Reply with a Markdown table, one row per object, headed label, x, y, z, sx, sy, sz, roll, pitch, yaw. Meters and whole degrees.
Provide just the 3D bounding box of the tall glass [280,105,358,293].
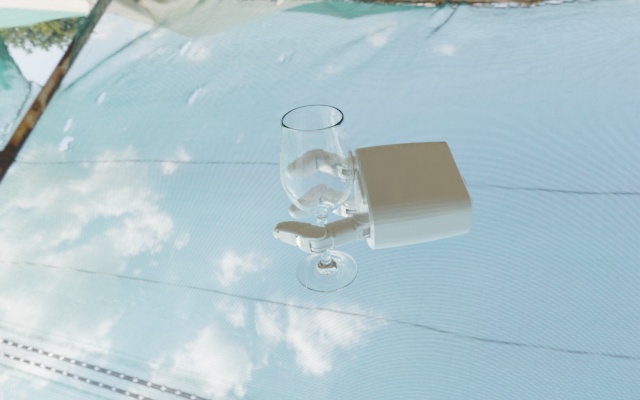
| label | x | y | z | sx | sy | sz | roll | pitch | yaw |
| --- | --- | --- | --- | --- | --- | --- | --- | --- | --- |
| tall glass | 0.000 | 0.002 | 0.517 | 0.079 | 0.201 | 0.079 | -4 | 34 | 3 |
